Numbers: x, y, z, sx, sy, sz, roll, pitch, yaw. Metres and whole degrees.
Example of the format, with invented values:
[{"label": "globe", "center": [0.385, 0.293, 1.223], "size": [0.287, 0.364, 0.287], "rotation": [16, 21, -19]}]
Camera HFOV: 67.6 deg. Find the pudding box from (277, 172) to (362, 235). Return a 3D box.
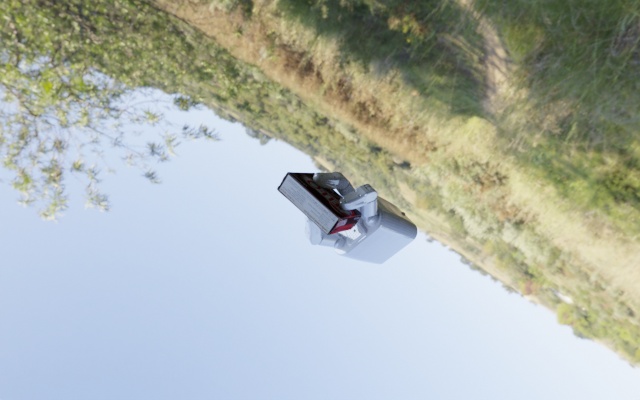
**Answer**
[{"label": "pudding box", "center": [0.000, 0.003, 0.740], "size": [0.113, 0.039, 0.090], "rotation": [39, 17, 19]}]
